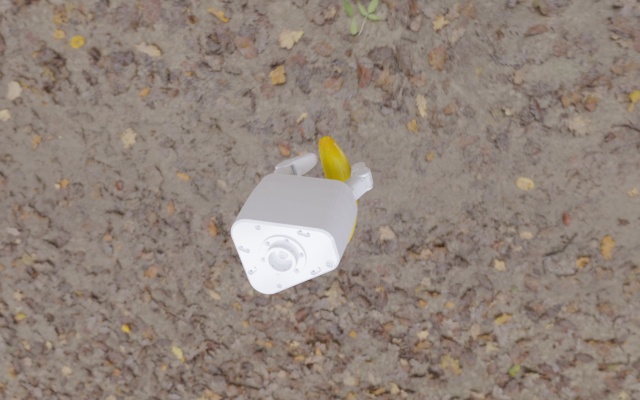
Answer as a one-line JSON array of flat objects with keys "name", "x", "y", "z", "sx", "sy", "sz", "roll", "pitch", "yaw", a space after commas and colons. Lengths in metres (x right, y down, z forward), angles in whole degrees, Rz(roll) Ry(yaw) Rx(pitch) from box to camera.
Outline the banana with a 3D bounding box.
[{"name": "banana", "x": 0.017, "y": 0.010, "z": 0.649, "sx": 0.069, "sy": 0.198, "sz": 0.037, "roll": 15, "pitch": 32, "yaw": 8}]
